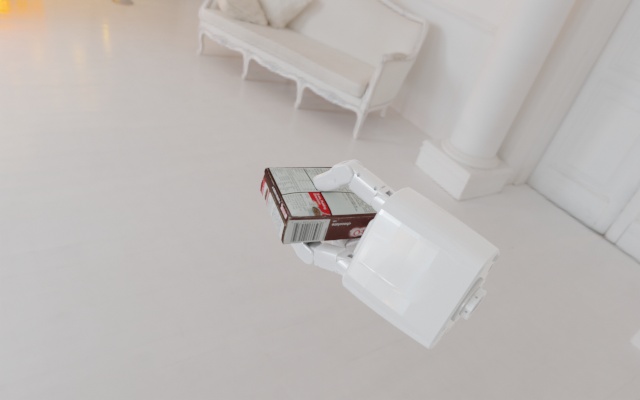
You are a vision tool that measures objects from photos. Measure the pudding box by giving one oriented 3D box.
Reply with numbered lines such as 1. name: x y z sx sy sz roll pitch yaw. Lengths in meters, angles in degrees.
1. pudding box: 0.000 0.002 0.527 0.113 0.039 0.090 -1 39 -26
